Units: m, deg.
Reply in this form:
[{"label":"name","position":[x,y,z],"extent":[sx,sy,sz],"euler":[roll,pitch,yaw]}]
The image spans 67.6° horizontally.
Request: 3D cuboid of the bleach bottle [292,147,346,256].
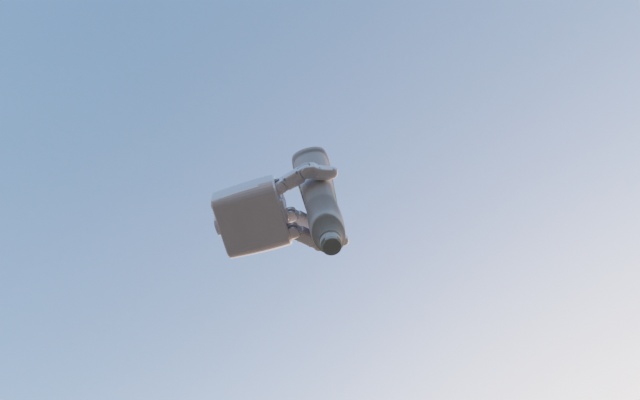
[{"label":"bleach bottle","position":[0.000,0.003,0.781],"extent":[0.068,0.103,0.250],"euler":[-15,28,1]}]
